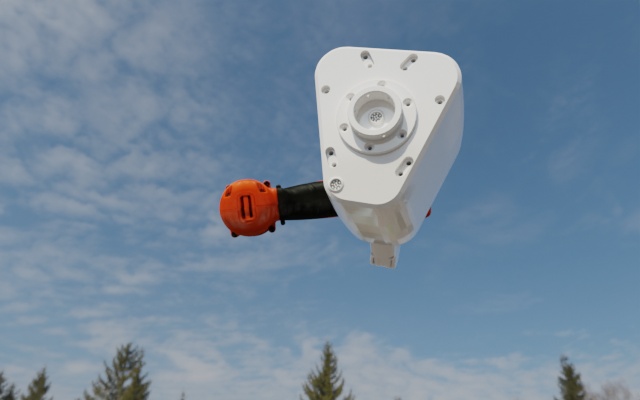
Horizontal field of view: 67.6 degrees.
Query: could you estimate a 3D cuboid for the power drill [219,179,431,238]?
[{"bbox_3d":[0.001,0.001,0.469,0.187,0.057,0.184,-8,0,-5],"label":"power drill"}]
